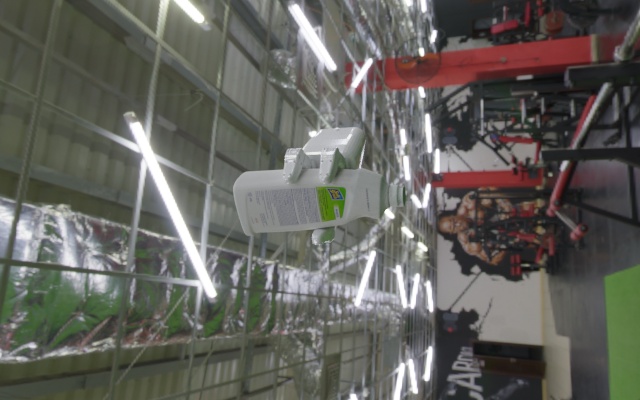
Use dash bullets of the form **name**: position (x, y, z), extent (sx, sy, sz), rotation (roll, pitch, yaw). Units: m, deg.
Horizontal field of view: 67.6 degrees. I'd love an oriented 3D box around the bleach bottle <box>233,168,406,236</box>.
- **bleach bottle**: position (0.000, 0.002, 0.713), extent (0.251, 0.103, 0.068), rotation (-1, 30, 19)
